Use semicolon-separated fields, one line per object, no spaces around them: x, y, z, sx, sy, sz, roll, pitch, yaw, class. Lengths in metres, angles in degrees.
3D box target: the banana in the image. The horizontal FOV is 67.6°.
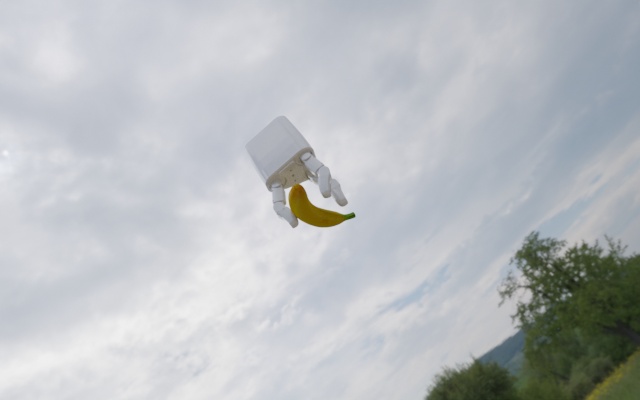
-0.012;0.015;0.867;0.069;0.037;0.198;-40;-31;17;banana
